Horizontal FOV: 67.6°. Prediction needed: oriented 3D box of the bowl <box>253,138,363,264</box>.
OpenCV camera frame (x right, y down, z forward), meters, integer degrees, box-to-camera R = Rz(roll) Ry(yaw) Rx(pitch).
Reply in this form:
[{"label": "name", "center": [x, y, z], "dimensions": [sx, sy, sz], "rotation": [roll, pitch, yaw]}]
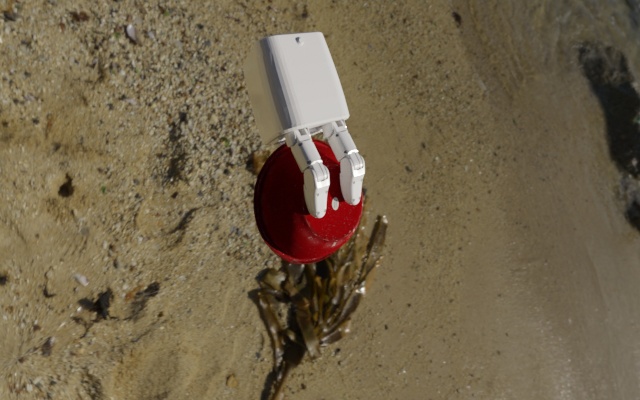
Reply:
[{"label": "bowl", "center": [0.001, 0.003, 0.590], "dimensions": [0.162, 0.162, 0.055], "rotation": [0, 2, -38]}]
